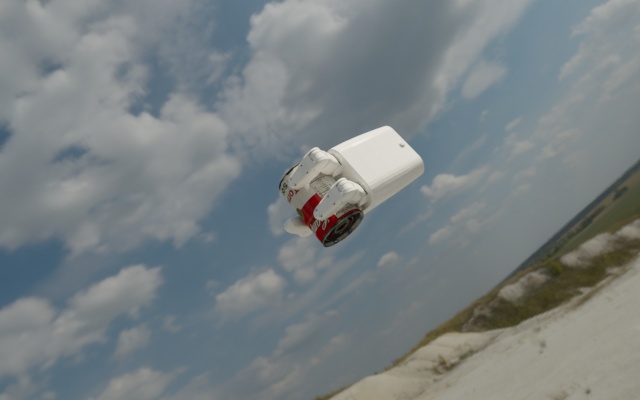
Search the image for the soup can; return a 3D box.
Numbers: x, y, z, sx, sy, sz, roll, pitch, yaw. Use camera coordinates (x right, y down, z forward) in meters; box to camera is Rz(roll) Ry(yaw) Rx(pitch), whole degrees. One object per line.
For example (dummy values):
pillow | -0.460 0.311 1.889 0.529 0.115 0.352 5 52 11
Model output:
soup can | 0.000 0.002 0.636 0.068 0.102 0.068 -34 -21 -15
